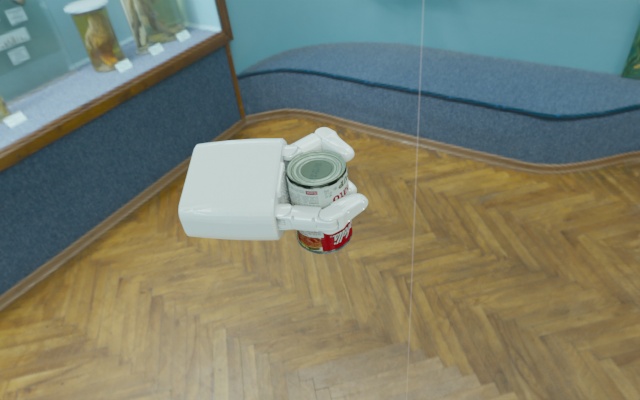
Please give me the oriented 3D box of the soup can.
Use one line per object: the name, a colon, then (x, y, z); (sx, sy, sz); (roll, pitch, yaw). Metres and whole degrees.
soup can: (0.001, 0.002, 0.545); (0.068, 0.102, 0.068); (-4, 41, 4)
